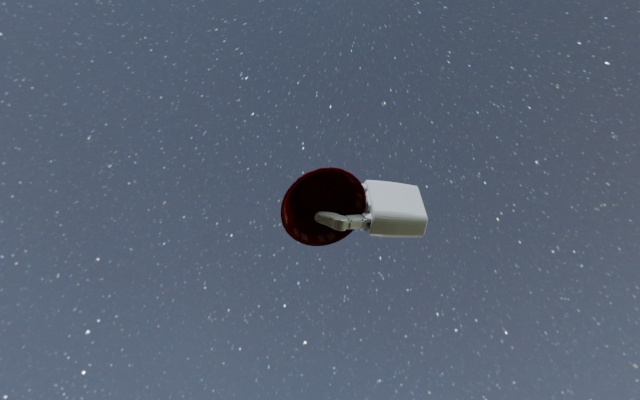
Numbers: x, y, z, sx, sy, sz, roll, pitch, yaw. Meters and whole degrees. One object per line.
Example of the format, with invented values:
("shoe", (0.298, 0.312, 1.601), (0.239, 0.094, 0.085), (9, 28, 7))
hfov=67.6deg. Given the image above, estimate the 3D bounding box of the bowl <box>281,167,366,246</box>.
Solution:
("bowl", (-0.001, 0.002, 0.883), (0.162, 0.162, 0.055), (0, 28, -18))
